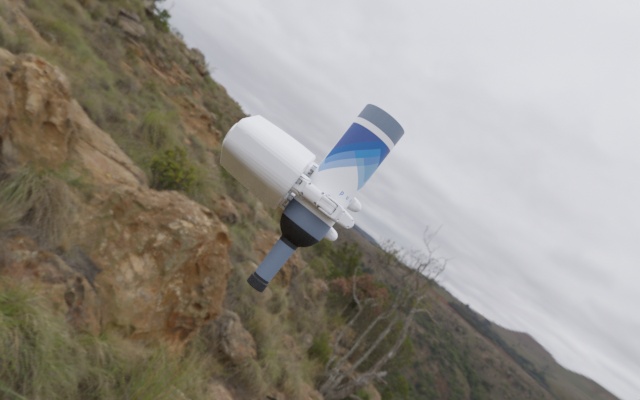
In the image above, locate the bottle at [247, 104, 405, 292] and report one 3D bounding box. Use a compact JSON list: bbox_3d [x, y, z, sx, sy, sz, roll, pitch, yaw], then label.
[{"bbox_3d":[0.000,0.002,0.660,0.069,0.295,0.069,38,-2,2],"label":"bottle"}]
